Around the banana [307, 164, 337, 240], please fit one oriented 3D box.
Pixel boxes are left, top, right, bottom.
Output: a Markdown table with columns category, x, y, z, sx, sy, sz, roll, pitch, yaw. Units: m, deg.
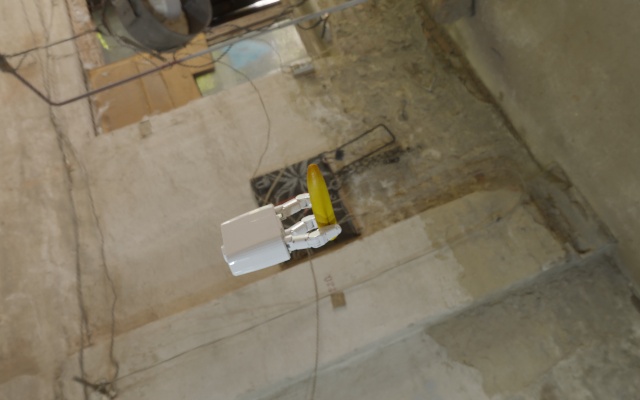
| category | x | y | z | sx | sy | sz | roll | pitch | yaw |
| --- | --- | --- | --- | --- | --- | --- | --- | --- | --- |
| banana | 0.005 | 0.019 | 0.868 | 0.037 | 0.069 | 0.198 | -17 | -37 | 0 |
